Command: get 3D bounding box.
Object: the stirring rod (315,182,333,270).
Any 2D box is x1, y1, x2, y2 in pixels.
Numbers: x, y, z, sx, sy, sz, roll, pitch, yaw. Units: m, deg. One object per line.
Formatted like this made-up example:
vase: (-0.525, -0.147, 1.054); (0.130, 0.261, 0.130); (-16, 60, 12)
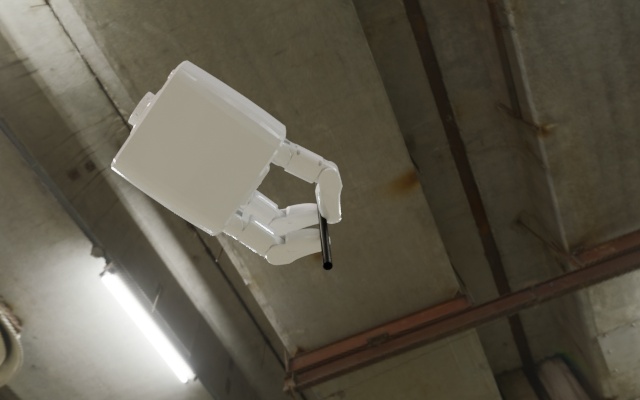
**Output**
stirring rod: (0.000, 0.002, 0.493); (0.011, 0.011, 0.239); (0, 25, -3)
